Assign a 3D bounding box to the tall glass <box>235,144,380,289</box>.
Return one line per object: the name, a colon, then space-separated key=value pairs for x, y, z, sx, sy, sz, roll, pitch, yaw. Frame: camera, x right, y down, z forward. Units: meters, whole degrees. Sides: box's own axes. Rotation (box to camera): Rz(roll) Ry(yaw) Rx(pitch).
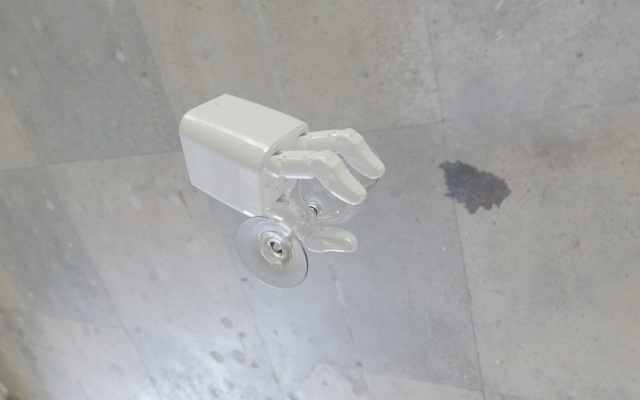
tall glass: x=0.000 y=0.002 z=0.491 sx=0.079 sy=0.079 sz=0.201 roll=0 pitch=27 yaw=30
